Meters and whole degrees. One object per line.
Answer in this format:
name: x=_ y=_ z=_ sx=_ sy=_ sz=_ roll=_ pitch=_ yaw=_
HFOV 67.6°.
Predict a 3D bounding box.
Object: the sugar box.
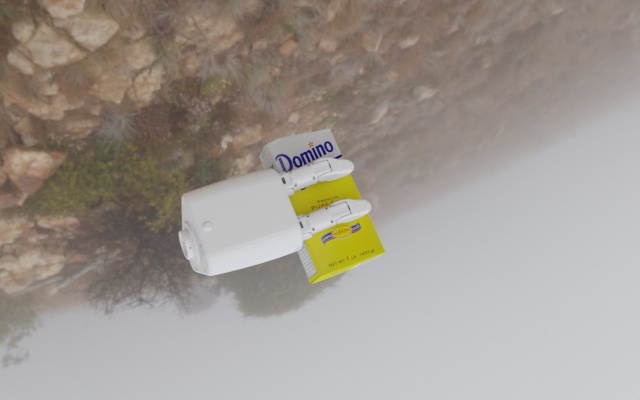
sugar box: x=0.000 y=0.002 z=0.582 sx=0.093 sy=0.176 sz=0.048 roll=-17 pitch=-14 yaw=-26
